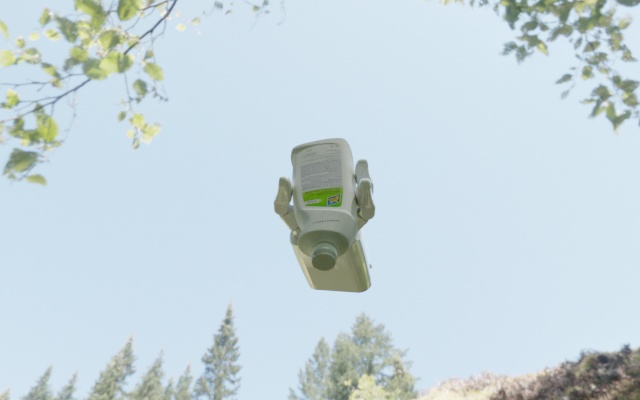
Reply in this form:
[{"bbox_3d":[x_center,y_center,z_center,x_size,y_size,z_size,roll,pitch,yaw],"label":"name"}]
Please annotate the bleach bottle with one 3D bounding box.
[{"bbox_3d":[0.000,0.002,0.668,0.102,0.068,0.250,-11,34,10],"label":"bleach bottle"}]
